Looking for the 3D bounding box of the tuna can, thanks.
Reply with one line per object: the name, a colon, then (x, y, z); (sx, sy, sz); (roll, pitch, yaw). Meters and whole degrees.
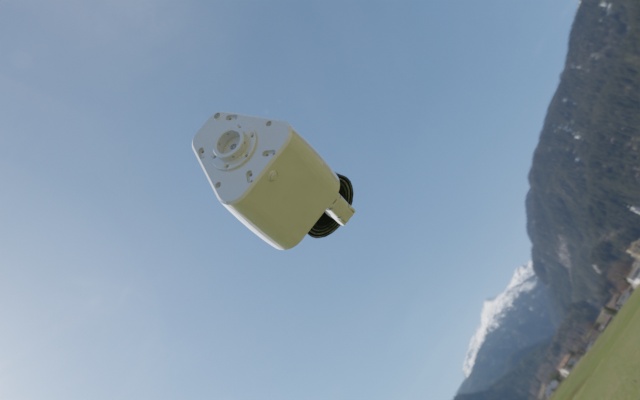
tuna can: (0.000, 0.002, 0.598); (0.033, 0.086, 0.086); (30, 20, 38)
